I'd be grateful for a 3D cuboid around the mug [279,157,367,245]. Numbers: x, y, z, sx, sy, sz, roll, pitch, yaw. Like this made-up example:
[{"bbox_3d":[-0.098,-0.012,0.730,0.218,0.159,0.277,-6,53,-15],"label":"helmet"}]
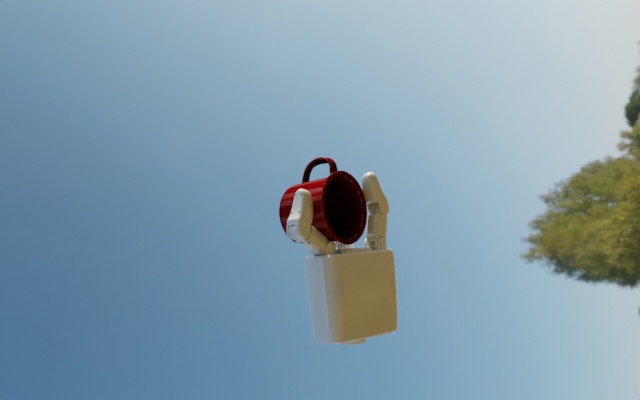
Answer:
[{"bbox_3d":[0.000,0.001,0.620,0.081,0.117,0.093,-10,-8,39],"label":"mug"}]
